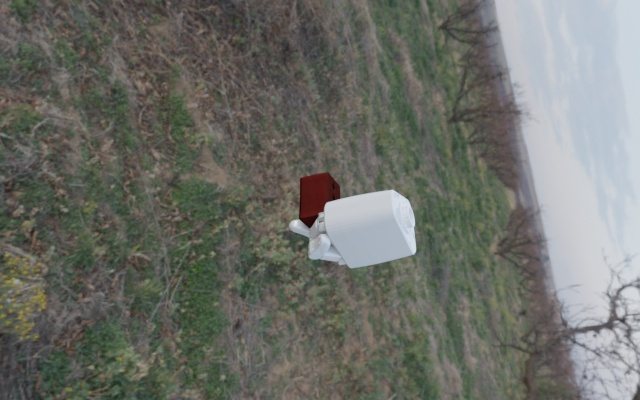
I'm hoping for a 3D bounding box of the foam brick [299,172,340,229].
[{"bbox_3d":[0.000,0.002,0.769,0.051,0.078,0.053,-14,-32,22],"label":"foam brick"}]
